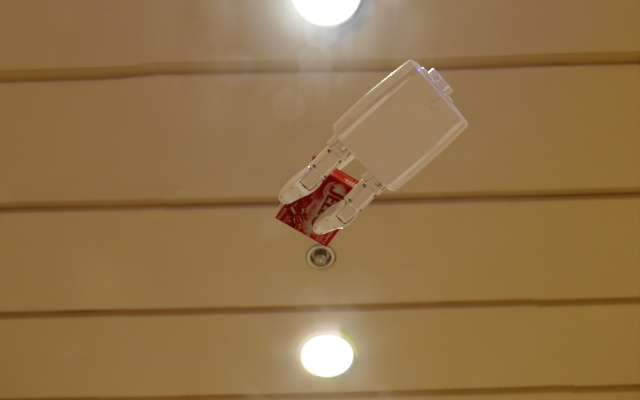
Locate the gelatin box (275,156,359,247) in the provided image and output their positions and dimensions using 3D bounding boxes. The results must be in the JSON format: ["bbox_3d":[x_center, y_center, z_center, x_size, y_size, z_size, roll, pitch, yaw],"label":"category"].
[{"bbox_3d":[0.000,0.002,0.564,0.073,0.089,0.030,30,28,-11],"label":"gelatin box"}]
